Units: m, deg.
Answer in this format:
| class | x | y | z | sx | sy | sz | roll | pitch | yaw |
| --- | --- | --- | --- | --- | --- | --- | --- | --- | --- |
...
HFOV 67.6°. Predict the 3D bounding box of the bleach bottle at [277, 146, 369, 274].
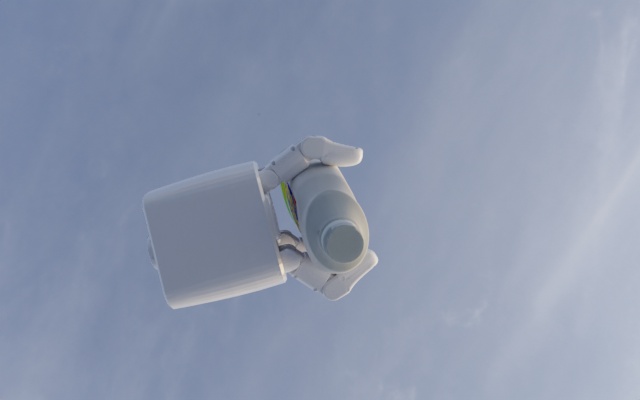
| class | x | y | z | sx | sy | sz | roll | pitch | yaw |
| --- | --- | --- | --- | --- | --- | --- | --- | --- | --- |
| bleach bottle | 0.000 | 0.002 | 0.464 | 0.068 | 0.102 | 0.250 | -15 | 12 | -5 |
